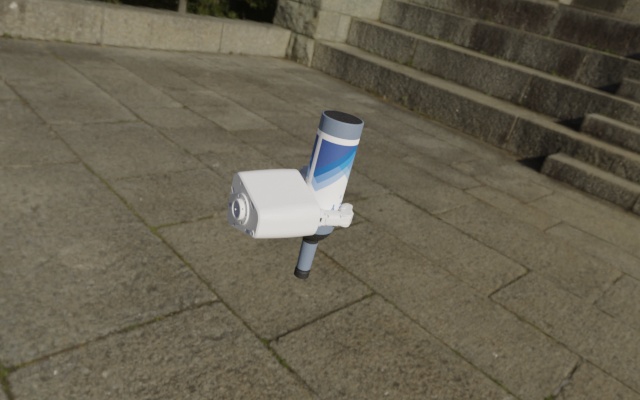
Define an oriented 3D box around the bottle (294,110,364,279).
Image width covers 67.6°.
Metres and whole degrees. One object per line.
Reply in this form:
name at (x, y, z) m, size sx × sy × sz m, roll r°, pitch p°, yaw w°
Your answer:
bottle at (0.000, 0.002, 0.790) m, size 0.069 × 0.296 × 0.069 m, roll 12°, pitch 24°, yaw -6°
